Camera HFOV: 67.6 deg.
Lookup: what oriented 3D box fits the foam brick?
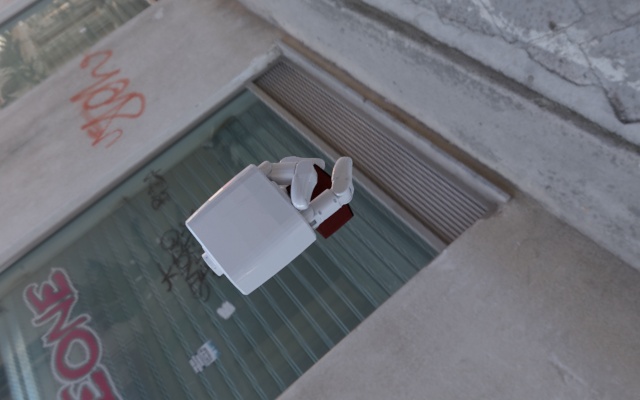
[{"bbox_3d":[0.000,0.002,0.617,0.053,0.051,0.078,41,-12,36],"label":"foam brick"}]
